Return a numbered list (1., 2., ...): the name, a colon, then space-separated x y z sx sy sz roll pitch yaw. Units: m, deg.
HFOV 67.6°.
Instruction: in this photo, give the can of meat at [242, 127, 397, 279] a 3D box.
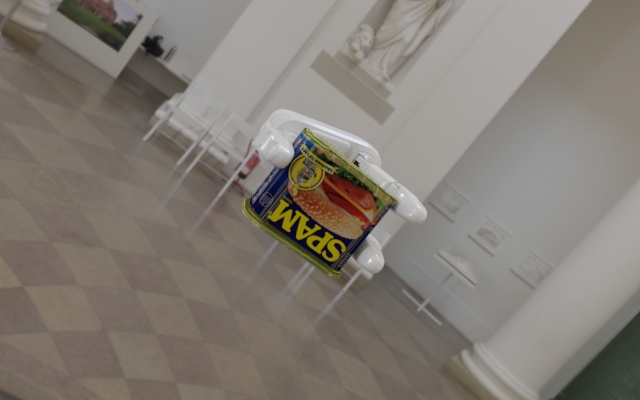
1. can of meat: 0.000 0.001 0.402 0.102 0.084 0.057 36 8 -15
